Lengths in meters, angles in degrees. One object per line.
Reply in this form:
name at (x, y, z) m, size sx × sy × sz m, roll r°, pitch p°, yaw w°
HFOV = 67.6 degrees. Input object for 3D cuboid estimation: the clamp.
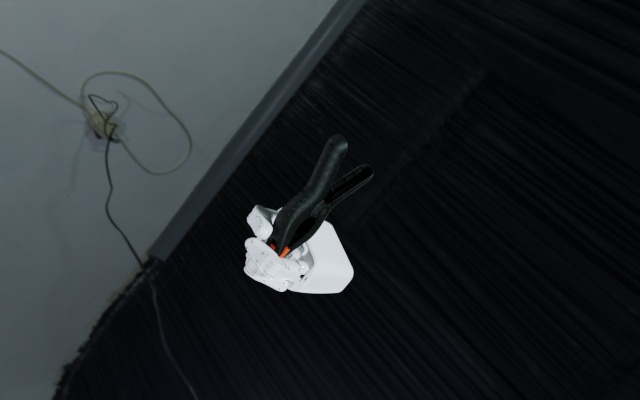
clamp at (0.000, 0.002, 0.601) m, size 0.039 × 0.171 × 0.120 m, roll 46°, pitch 15°, yaw 33°
